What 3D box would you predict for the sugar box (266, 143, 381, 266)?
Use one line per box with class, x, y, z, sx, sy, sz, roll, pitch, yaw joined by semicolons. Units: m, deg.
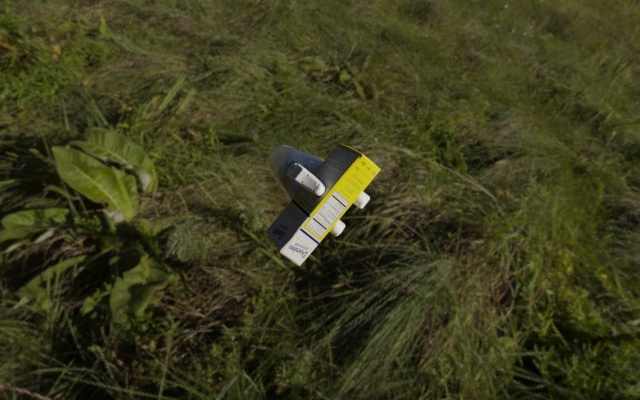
sugar box;0.001;0.002;0.689;0.048;0.176;0.093;37;1;-24
